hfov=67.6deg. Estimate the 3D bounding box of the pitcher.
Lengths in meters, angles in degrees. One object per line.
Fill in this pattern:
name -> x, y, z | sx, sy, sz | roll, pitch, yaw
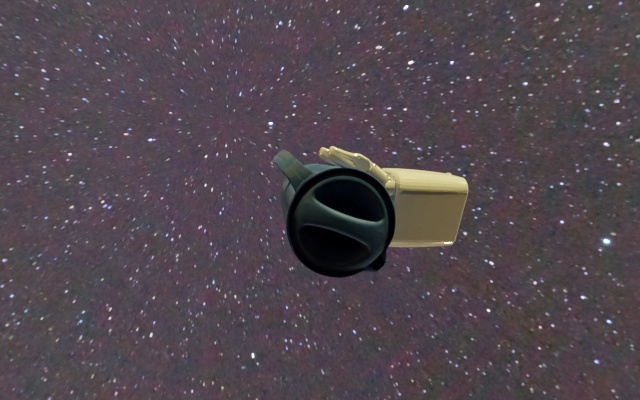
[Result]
pitcher -> 0.000, 0.002, 0.673 | 0.145, 0.149, 0.243 | 0, 9, -10
